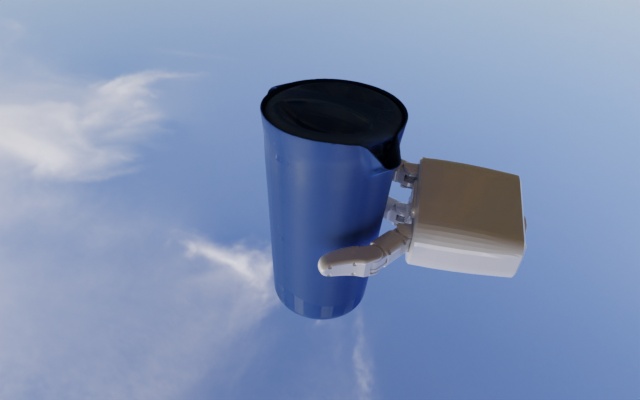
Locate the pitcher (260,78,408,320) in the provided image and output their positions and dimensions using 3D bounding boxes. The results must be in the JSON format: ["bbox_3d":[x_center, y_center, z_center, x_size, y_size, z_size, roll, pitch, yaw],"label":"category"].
[{"bbox_3d":[0.000,0.002,0.504,0.145,0.243,0.149,7,37,4],"label":"pitcher"}]
